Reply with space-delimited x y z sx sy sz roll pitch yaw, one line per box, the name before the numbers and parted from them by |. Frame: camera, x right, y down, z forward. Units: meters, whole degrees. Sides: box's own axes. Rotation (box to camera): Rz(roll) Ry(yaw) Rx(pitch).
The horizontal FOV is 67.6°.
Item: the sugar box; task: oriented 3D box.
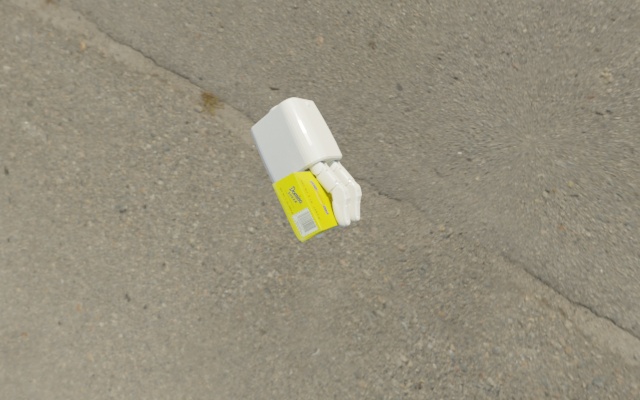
sugar box | 0.000 0.002 0.737 0.048 0.093 0.176 -28 -5 24
